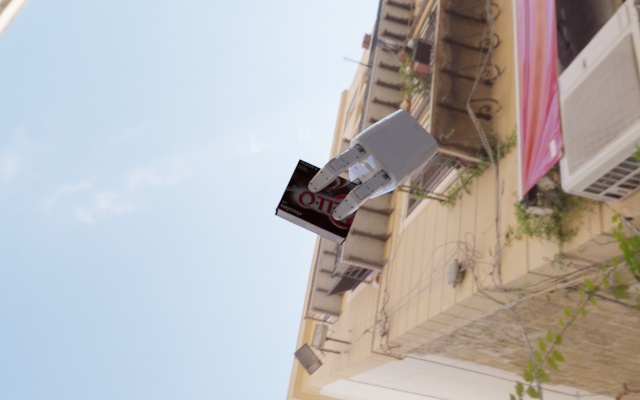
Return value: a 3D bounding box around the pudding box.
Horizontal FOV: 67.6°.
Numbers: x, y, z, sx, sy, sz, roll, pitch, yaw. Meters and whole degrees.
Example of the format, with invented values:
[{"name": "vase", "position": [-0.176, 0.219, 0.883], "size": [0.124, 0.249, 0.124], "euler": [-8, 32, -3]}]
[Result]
[{"name": "pudding box", "position": [0.000, 0.002, 0.714], "size": [0.113, 0.090, 0.039], "euler": [23, -26, 0]}]
